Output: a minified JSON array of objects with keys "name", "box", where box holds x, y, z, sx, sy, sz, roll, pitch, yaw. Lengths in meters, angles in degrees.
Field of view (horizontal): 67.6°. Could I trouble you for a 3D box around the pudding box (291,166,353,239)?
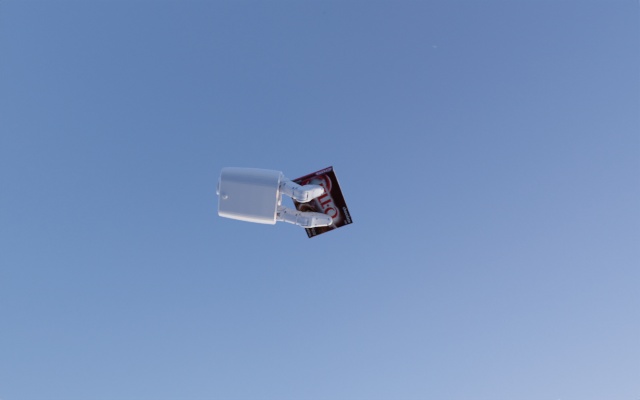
[{"name":"pudding box","box":[0.000,0.003,0.887,0.090,0.113,0.039,-20,21,6]}]
